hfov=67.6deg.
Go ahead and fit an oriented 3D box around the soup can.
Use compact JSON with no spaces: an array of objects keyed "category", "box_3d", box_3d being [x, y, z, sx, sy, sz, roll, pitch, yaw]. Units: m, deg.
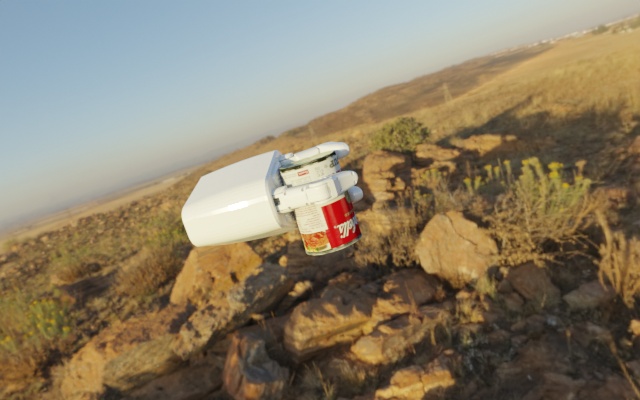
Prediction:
[{"category":"soup can","box_3d":[0.000,0.001,0.541,0.068,0.102,0.068,-17,10,3]}]
